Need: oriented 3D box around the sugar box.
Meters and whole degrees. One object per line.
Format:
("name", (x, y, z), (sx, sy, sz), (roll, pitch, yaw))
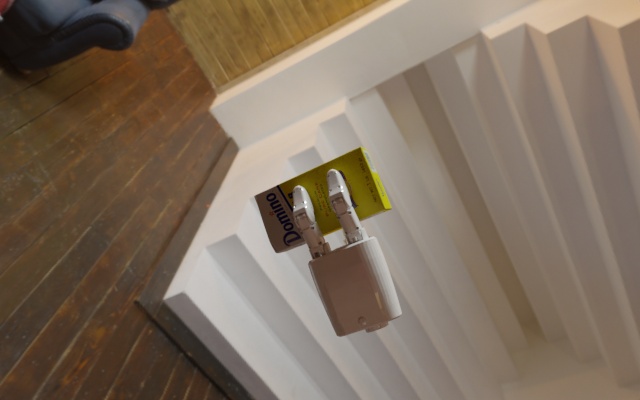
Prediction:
("sugar box", (0.000, 0.002, 0.670), (0.176, 0.093, 0.048), (-24, -9, 18))
